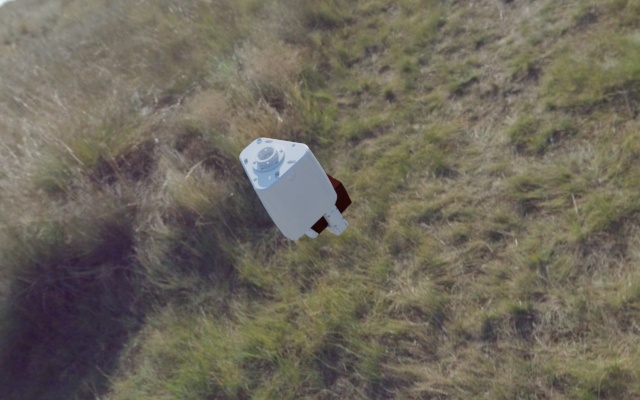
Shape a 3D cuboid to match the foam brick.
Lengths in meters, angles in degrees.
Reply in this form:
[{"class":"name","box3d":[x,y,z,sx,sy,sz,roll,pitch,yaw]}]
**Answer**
[{"class":"foam brick","box3d":[0.000,0.002,0.750,0.053,0.078,0.051,33,-19,43]}]
